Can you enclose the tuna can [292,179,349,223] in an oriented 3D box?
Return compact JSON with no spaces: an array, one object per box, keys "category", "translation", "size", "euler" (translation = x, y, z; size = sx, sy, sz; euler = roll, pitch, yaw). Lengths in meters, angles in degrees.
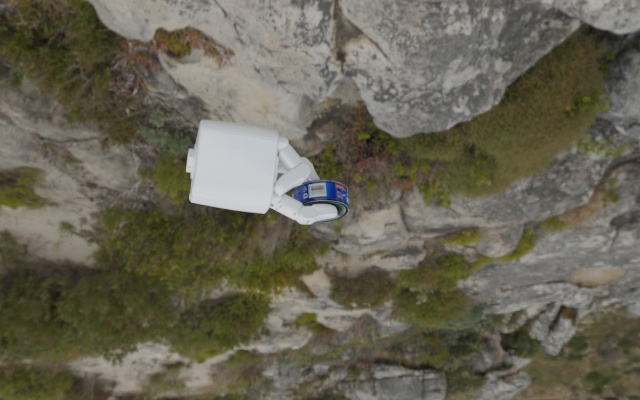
[{"category":"tuna can","translation":[0.000,0.003,0.718],"size":[0.086,0.033,0.086],"euler":[-3,-25,-2]}]
